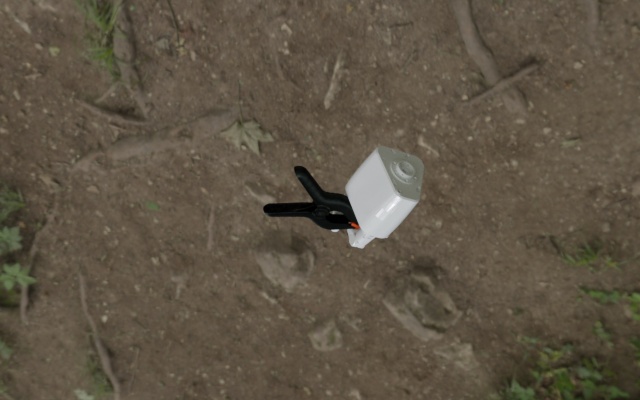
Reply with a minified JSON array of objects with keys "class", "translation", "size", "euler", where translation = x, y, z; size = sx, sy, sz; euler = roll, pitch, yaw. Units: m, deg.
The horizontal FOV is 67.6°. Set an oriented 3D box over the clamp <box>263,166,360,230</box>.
[{"class":"clamp","translation":[0.000,0.003,0.813],"size":[0.171,0.039,0.120],"euler":[14,-41,-20]}]
